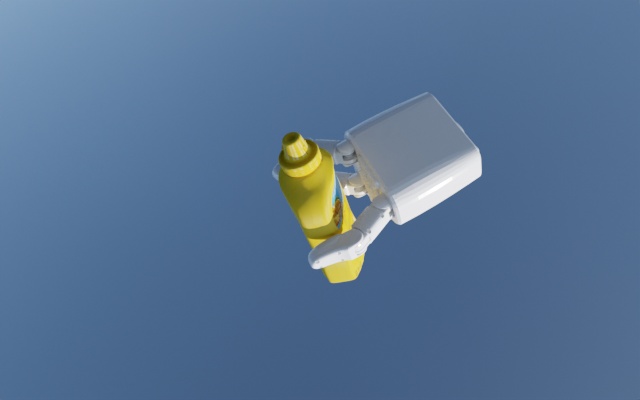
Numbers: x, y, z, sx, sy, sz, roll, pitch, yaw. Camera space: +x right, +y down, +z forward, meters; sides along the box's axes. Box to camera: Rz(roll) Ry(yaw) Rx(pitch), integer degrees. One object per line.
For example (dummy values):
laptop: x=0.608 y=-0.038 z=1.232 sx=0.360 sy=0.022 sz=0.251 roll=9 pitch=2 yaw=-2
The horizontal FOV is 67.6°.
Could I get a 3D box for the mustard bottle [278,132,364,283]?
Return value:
mustard bottle: x=0.000 y=0.002 z=0.512 sx=0.058 sy=0.096 sz=0.192 roll=-10 pitch=-42 yaw=12
